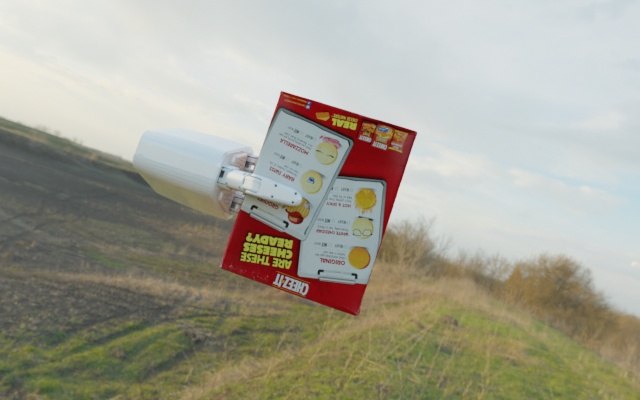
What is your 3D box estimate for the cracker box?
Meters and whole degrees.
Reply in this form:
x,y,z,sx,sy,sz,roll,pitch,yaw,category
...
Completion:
x,y,z,sx,sy,sz,roll,pitch,yaw,category
0.000,0.002,0.556,0.164,0.213,0.072,18,-3,8,cracker box
